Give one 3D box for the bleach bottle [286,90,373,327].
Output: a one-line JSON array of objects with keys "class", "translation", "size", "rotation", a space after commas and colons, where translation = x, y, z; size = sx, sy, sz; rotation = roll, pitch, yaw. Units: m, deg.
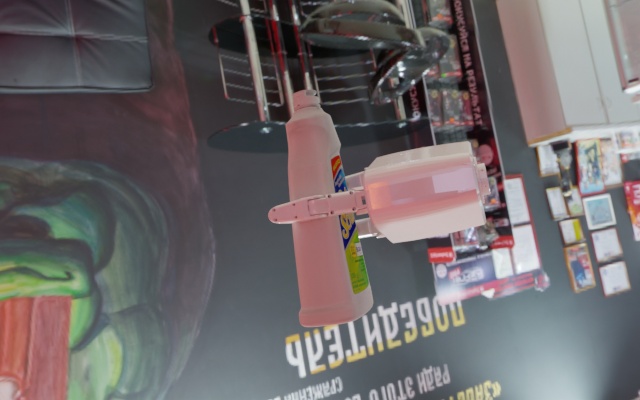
[{"class": "bleach bottle", "translation": [0.000, 0.002, 0.525], "size": [0.068, 0.251, 0.102], "rotation": [-11, -4, 20]}]
